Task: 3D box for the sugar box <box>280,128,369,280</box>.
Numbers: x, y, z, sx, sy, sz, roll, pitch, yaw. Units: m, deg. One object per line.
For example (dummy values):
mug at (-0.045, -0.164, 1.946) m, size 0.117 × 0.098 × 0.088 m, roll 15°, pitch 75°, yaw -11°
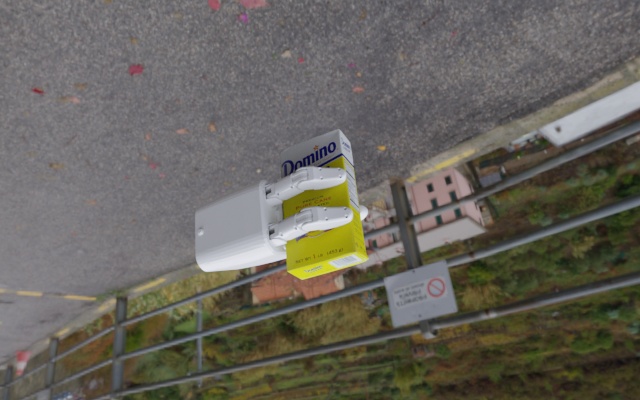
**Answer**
sugar box at (0.000, 0.002, 0.604) m, size 0.093 × 0.176 × 0.048 m, roll -19°, pitch -29°, yaw 20°
